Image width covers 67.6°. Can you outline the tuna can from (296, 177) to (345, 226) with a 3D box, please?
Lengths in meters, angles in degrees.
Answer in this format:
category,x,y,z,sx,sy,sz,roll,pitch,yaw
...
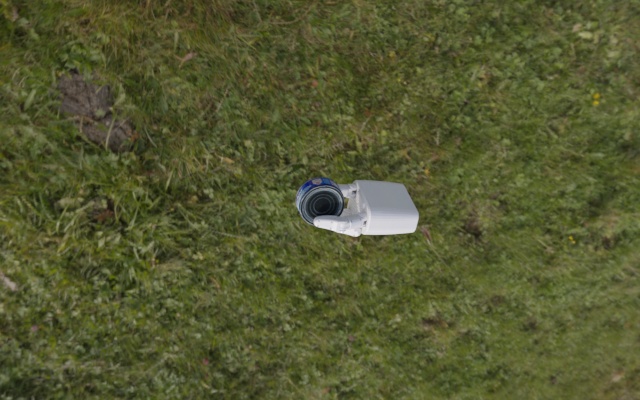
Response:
category,x,y,z,sx,sy,sz,roll,pitch,yaw
tuna can,0.000,0.003,0.861,0.086,0.086,0.033,0,28,-15
